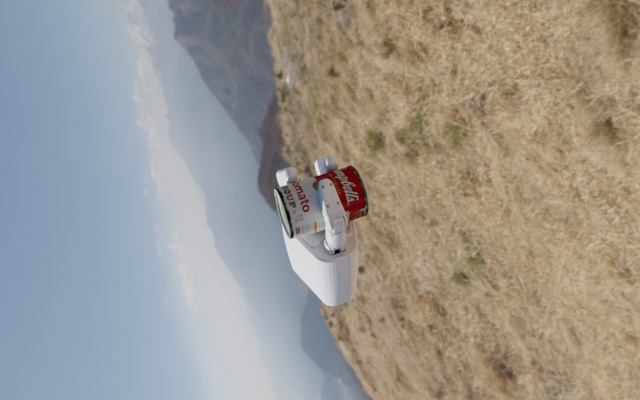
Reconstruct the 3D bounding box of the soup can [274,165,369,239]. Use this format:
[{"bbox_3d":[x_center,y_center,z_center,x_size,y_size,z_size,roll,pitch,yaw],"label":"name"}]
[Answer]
[{"bbox_3d":[0.000,0.002,0.596,0.102,0.068,0.068,-17,3,-12],"label":"soup can"}]
